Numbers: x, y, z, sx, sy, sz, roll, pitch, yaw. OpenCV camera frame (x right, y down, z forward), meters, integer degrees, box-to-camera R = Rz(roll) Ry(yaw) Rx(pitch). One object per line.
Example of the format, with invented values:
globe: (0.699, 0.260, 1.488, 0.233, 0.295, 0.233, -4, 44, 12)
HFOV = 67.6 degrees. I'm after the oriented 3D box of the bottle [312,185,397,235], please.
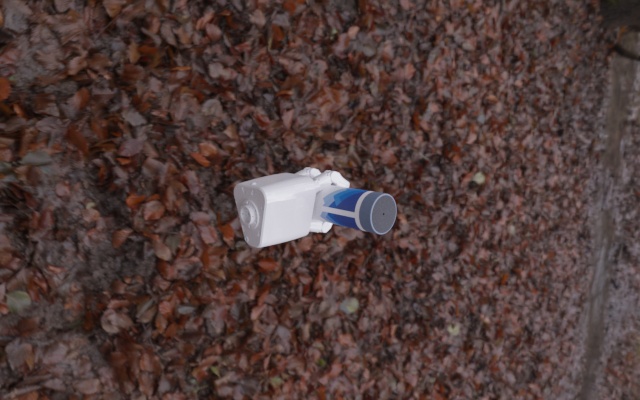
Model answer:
bottle: (0.000, 0.003, 0.868, 0.069, 0.069, 0.295, 0, 7, -44)
